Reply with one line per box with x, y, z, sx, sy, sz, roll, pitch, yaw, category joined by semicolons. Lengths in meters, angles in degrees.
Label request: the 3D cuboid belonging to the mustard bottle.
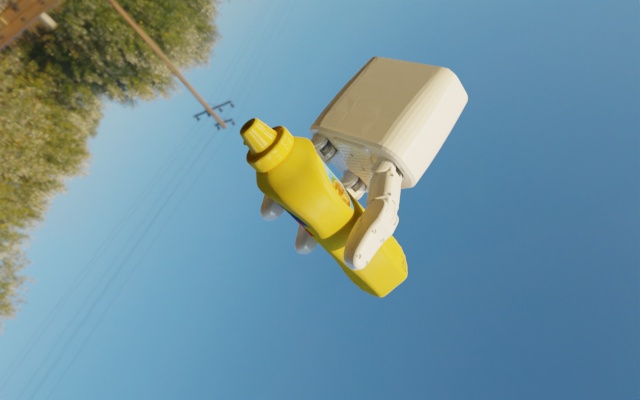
0.000;0.002;0.418;0.192;0.058;0.096;47;6;-32;mustard bottle
